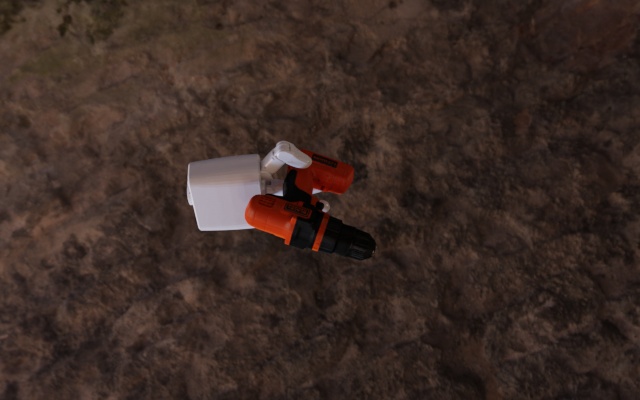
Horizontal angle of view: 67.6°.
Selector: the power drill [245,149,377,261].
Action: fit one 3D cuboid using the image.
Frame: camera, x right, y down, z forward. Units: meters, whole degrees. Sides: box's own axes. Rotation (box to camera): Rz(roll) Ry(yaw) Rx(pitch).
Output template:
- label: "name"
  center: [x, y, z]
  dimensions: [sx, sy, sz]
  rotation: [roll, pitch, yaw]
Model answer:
- label: "power drill"
  center: [0.000, 0.002, 0.703]
  dimensions: [0.184, 0.057, 0.187]
  rotation: [20, 33, 0]
